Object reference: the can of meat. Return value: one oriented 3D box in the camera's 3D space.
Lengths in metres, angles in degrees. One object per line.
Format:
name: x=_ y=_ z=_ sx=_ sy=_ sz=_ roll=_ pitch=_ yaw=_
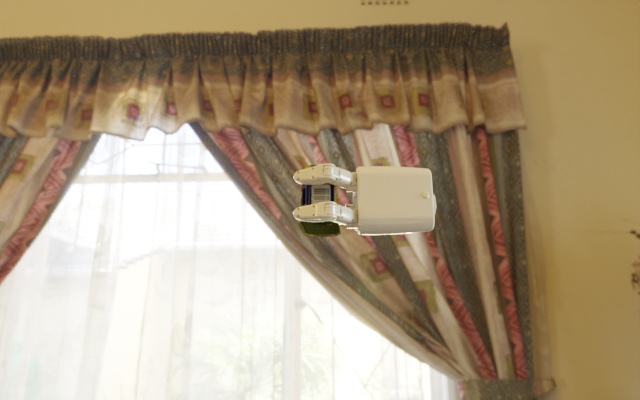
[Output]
can of meat: x=0.000 y=0.002 z=0.715 sx=0.057 sy=0.084 sz=0.102 roll=-1 pitch=-17 yaw=5
